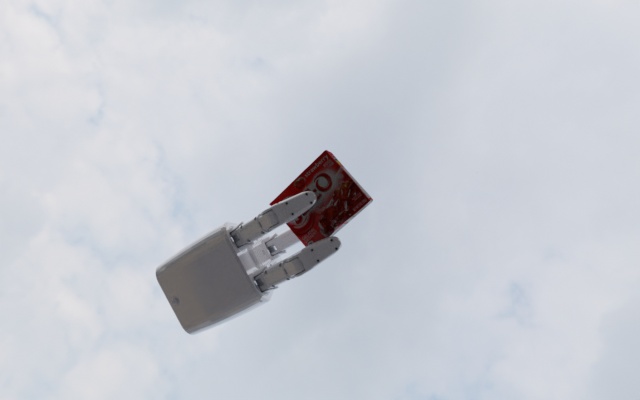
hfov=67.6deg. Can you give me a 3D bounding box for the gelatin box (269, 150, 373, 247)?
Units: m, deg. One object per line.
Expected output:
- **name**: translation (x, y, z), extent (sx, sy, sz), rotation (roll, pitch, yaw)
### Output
- **gelatin box**: translation (0.000, 0.001, 0.521), extent (0.089, 0.073, 0.030), rotation (-42, -9, 11)
